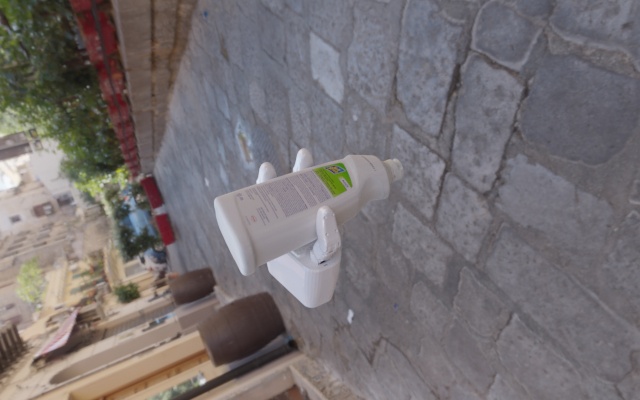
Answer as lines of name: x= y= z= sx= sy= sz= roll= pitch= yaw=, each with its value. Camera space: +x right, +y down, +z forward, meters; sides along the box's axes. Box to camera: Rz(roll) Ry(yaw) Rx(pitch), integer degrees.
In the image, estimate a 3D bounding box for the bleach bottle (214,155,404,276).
bleach bottle: x=0.000 y=0.002 z=0.610 sx=0.251 sy=0.102 sz=0.068 roll=-20 pitch=-36 yaw=-20
